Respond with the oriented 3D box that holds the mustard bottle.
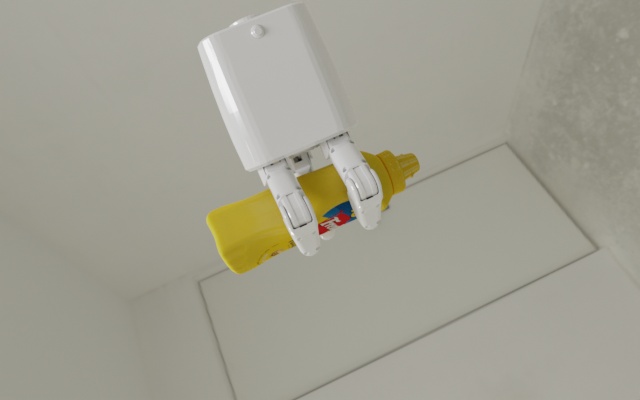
[{"bbox_3d":[0.000,0.002,0.429,0.191,0.058,0.096,-24,-15,-6],"label":"mustard bottle"}]
